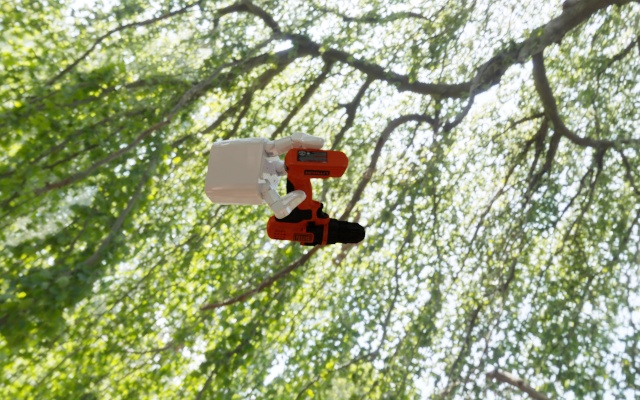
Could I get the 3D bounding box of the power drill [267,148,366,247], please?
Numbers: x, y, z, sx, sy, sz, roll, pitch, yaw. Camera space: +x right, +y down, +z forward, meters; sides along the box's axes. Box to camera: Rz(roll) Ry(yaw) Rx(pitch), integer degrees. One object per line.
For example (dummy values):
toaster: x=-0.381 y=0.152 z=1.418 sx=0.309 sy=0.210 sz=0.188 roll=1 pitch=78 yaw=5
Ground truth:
power drill: x=0.000 y=0.002 z=0.842 sx=0.184 sy=0.188 sz=0.057 roll=3 pitch=36 yaw=-6
